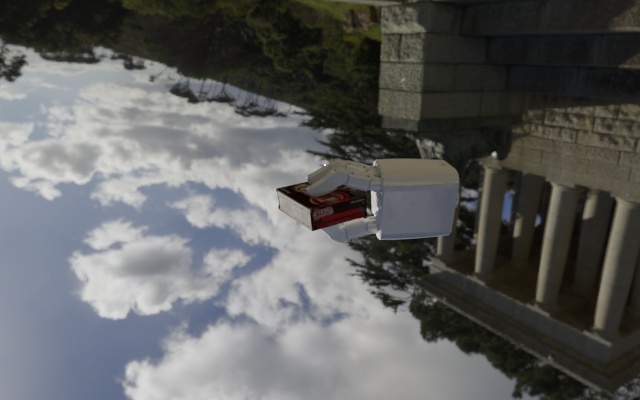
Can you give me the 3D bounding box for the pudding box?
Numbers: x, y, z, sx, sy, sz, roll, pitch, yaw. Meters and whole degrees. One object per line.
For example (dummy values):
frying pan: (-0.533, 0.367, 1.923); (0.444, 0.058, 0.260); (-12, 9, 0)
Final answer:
pudding box: (0.000, 0.002, 0.685); (0.090, 0.039, 0.113); (-13, 19, -27)
